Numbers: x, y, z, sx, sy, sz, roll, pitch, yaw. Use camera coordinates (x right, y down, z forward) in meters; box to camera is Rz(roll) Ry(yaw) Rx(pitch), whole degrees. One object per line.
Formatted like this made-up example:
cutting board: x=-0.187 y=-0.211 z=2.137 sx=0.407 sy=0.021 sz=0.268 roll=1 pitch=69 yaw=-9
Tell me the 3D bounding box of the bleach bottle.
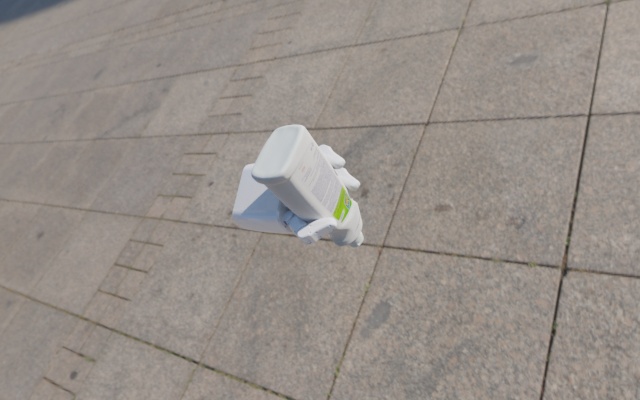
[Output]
bleach bottle: x=0.000 y=0.002 z=0.736 sx=0.068 sy=0.102 sz=0.251 roll=1 pitch=-35 yaw=36
